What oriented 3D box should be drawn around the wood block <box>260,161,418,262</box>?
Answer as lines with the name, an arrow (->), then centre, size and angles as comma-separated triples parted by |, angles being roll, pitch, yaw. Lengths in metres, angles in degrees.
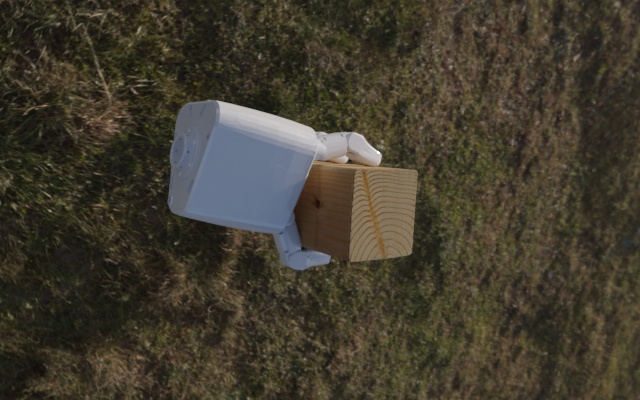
wood block -> 0.000, 0.002, 0.545 | 0.090, 0.091, 0.206 | -2, 8, -38
